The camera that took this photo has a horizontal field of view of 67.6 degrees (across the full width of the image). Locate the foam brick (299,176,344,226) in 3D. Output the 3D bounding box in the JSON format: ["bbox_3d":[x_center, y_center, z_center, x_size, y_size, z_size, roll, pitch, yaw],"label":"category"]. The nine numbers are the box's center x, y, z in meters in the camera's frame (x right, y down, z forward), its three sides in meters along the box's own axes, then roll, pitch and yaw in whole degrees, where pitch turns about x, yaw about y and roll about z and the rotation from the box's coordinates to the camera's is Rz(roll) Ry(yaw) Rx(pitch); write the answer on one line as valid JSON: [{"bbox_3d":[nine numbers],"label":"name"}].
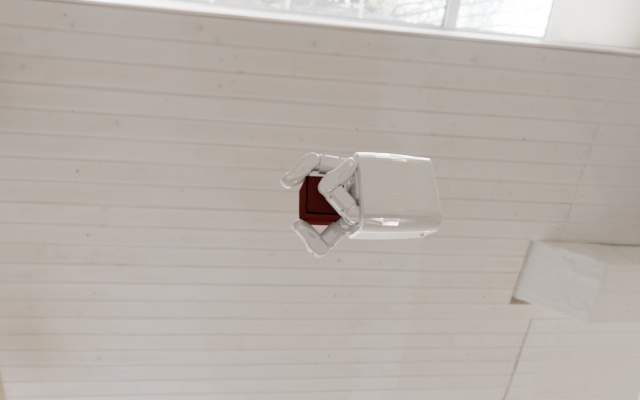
[{"bbox_3d":[0.000,0.002,0.649,0.051,0.053,0.078,2,-13,-9],"label":"foam brick"}]
